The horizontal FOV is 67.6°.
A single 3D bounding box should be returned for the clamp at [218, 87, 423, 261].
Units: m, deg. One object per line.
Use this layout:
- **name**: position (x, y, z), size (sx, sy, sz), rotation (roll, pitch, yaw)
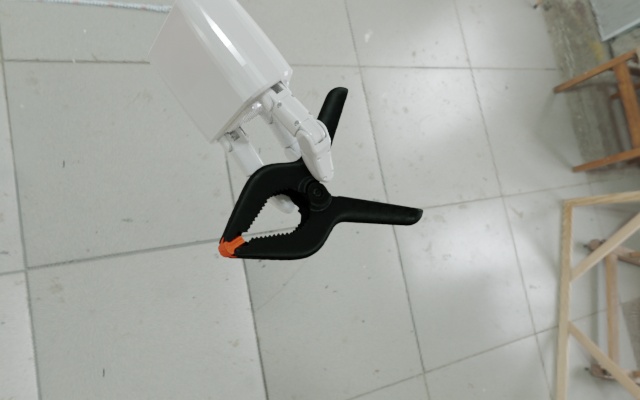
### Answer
- **clamp**: position (0.000, 0.001, 0.462), size (0.210, 0.164, 0.036), rotation (-40, 4, -27)
